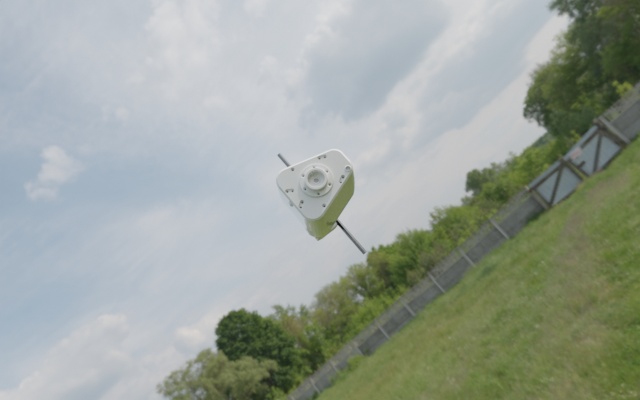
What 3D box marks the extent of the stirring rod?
[{"bbox_3d":[0.000,0.003,0.852,0.011,0.239,0.011,-38,-14,-11],"label":"stirring rod"}]
